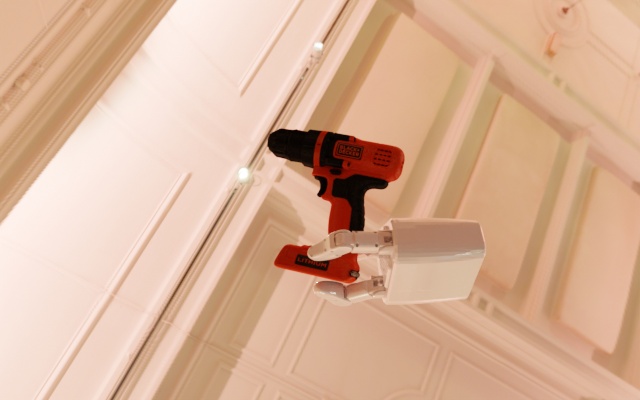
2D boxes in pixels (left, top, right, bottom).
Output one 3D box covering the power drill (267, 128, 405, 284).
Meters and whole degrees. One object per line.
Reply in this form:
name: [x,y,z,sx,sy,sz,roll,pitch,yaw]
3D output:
power drill: [0.000,0.003,0.610,0.184,0.187,0.057,12,-8,17]
